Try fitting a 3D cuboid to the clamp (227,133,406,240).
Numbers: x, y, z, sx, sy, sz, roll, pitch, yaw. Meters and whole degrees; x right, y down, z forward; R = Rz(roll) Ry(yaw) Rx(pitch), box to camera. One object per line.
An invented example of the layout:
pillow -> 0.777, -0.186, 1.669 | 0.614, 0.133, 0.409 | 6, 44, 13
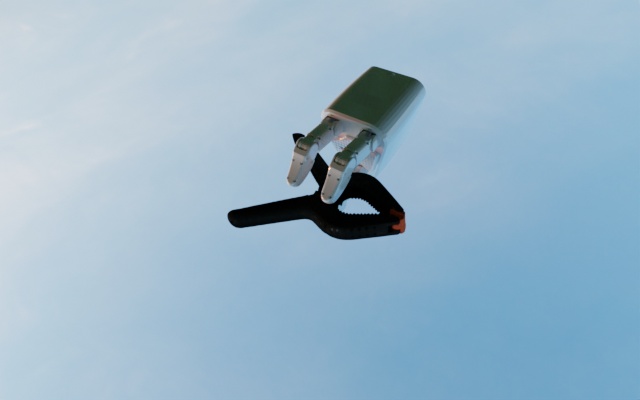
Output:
clamp -> 0.001, 0.002, 0.580 | 0.210, 0.164, 0.036 | 26, -29, 29
